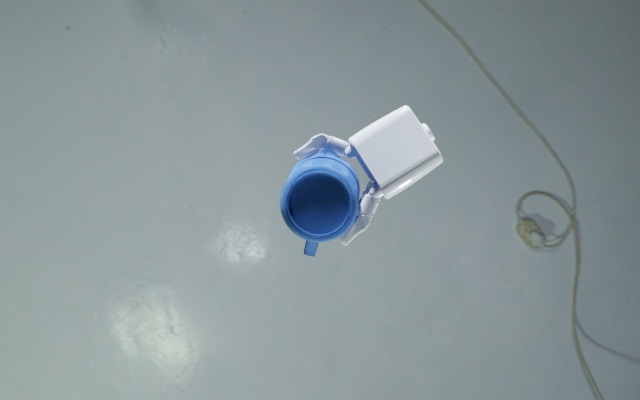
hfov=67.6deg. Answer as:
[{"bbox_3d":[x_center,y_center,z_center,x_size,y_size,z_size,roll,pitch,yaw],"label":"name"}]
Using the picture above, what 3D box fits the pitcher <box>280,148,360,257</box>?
[{"bbox_3d":[0.000,0.002,0.760,0.145,0.149,0.243,-32,5,5],"label":"pitcher"}]
